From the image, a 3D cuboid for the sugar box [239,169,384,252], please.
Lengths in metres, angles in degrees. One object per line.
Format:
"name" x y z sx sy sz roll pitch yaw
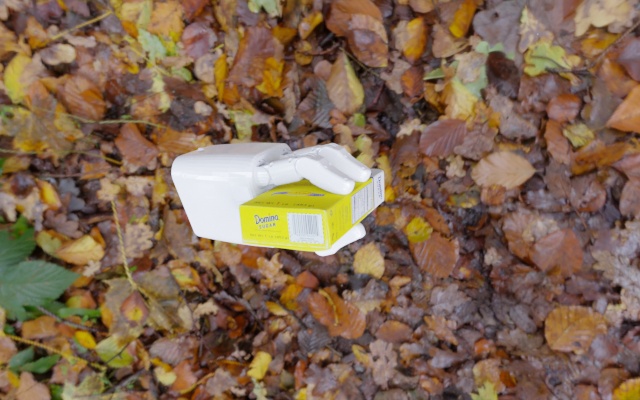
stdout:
"sugar box" 0.000 0.001 0.511 0.093 0.048 0.176 4 19 23
